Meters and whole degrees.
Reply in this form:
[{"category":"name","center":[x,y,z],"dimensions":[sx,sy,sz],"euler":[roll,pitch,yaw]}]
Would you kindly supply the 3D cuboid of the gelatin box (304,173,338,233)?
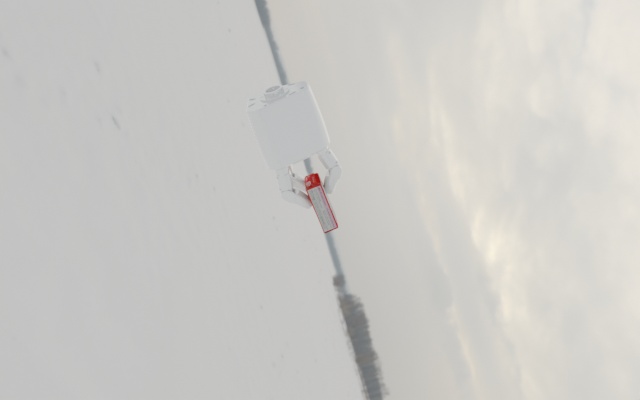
[{"category":"gelatin box","center":[0.001,0.003,0.833],"dimensions":[0.030,0.089,0.073],"euler":[-22,18,3]}]
